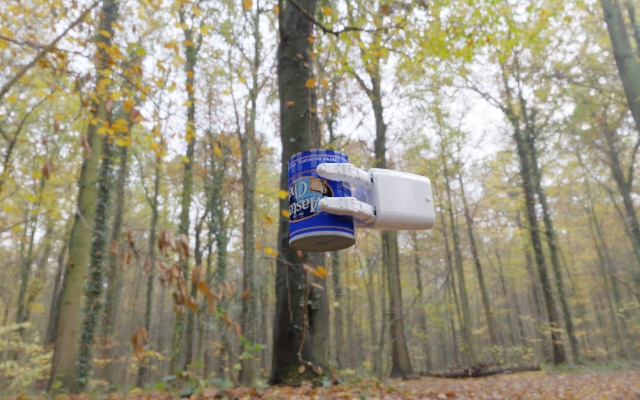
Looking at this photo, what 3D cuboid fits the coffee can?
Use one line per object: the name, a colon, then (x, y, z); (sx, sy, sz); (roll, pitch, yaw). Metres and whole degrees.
coffee can: (0.000, 0.003, 0.761); (0.103, 0.140, 0.103); (-3, -20, -1)
